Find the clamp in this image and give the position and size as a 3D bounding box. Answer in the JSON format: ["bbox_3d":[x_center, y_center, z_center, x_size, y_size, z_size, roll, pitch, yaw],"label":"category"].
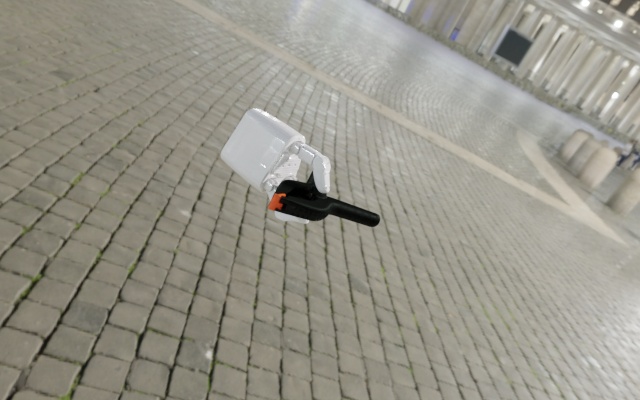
[{"bbox_3d":[0.000,0.002,0.788,0.164,0.036,0.210,36,23,22],"label":"clamp"}]
